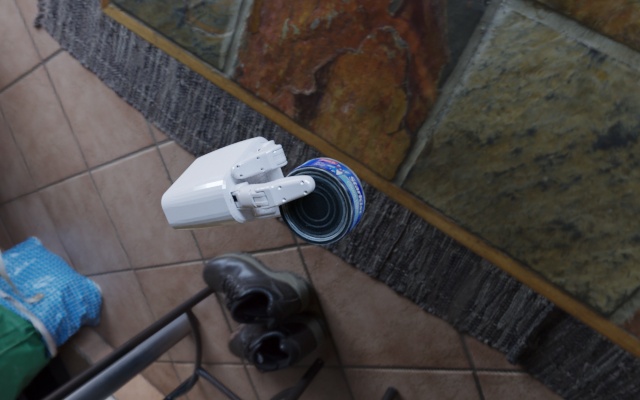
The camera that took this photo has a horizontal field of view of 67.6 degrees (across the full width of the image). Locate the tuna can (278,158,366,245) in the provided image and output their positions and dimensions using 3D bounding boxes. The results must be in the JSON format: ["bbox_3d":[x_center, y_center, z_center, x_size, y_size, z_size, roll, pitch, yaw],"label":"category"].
[{"bbox_3d":[0.000,0.002,0.487,0.086,0.086,0.033,0,18,26],"label":"tuna can"}]
